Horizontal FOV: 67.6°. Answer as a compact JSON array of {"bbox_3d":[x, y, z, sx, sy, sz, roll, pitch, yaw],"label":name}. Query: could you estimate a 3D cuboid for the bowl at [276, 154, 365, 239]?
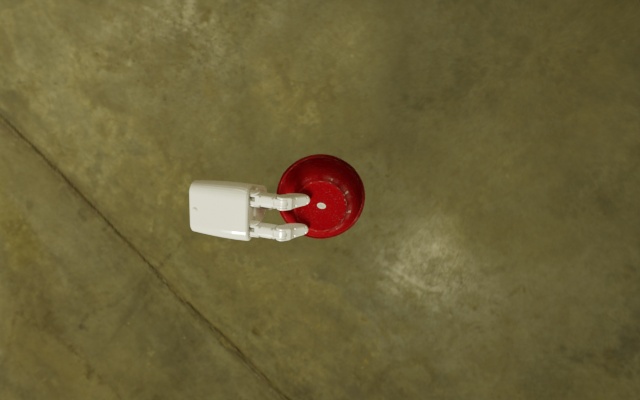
[{"bbox_3d":[0.001,0.003,0.842,0.162,0.162,0.055,0,18,0],"label":"bowl"}]
